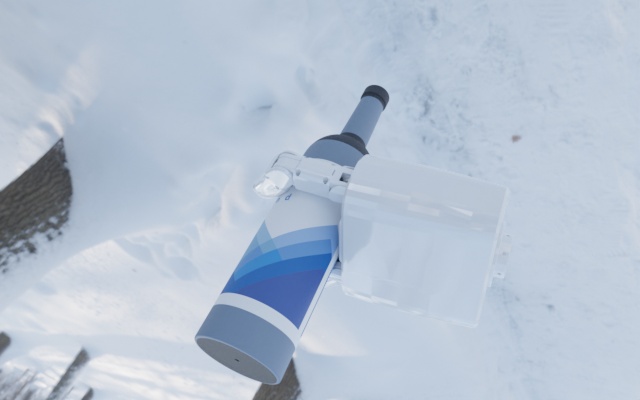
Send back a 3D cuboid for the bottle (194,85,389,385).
[{"bbox_3d":[0.000,0.001,0.407,0.069,0.295,0.069,19,-34,13],"label":"bottle"}]
